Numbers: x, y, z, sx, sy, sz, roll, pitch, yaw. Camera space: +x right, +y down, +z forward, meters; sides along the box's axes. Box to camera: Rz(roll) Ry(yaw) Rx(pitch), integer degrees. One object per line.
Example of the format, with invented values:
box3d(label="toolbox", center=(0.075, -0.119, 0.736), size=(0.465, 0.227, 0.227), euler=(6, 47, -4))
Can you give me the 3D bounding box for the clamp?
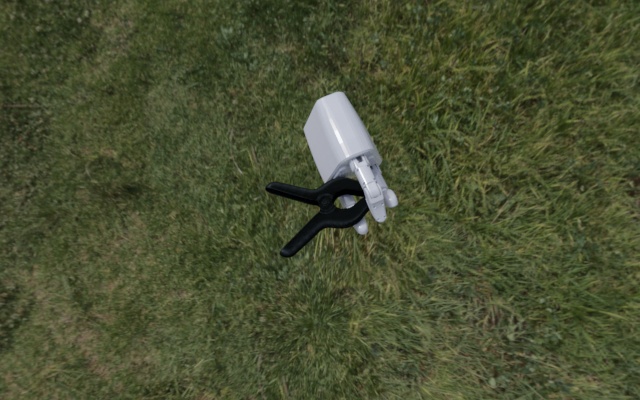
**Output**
box3d(label="clamp", center=(0.000, 0.002, 0.717), size=(0.171, 0.120, 0.039), euler=(-22, -15, -6))
